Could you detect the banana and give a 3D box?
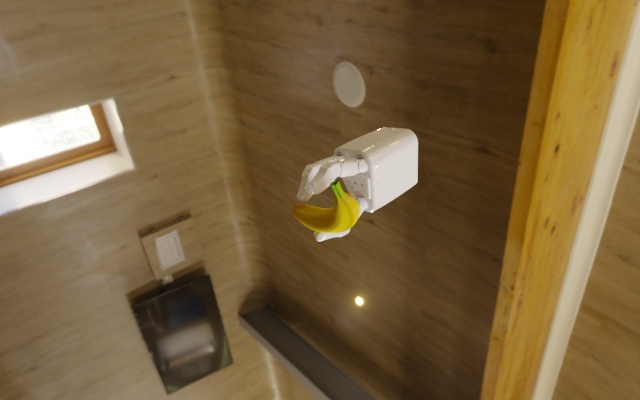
[{"bbox_3d":[0.011,0.017,0.693,0.037,0.069,0.198,-32,1,-24],"label":"banana"}]
